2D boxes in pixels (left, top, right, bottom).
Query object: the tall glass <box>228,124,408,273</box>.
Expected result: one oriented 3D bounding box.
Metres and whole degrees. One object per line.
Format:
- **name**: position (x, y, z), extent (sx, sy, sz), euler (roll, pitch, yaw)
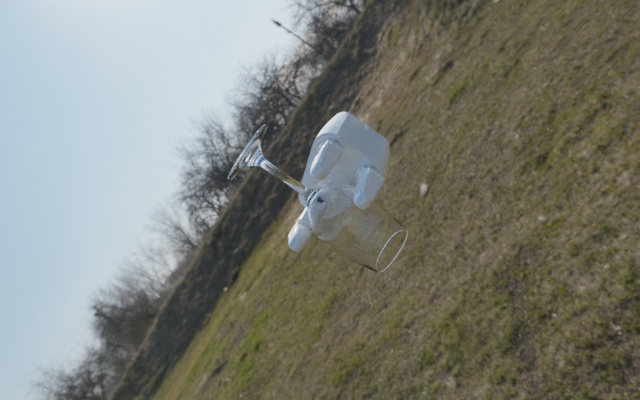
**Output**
- **tall glass**: position (-0.001, 0.001, 0.540), extent (0.201, 0.079, 0.079), euler (35, -3, -5)
